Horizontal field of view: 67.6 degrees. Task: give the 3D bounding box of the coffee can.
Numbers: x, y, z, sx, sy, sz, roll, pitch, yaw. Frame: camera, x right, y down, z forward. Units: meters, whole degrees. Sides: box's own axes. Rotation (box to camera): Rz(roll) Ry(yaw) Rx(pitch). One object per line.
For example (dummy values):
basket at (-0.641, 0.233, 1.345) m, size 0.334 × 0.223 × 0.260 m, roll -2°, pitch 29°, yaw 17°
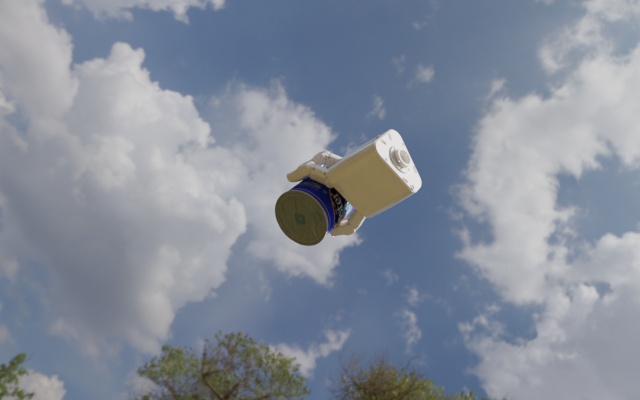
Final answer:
coffee can at (0.000, 0.003, 0.848) m, size 0.103 × 0.103 × 0.140 m, roll 0°, pitch 24°, yaw 33°
